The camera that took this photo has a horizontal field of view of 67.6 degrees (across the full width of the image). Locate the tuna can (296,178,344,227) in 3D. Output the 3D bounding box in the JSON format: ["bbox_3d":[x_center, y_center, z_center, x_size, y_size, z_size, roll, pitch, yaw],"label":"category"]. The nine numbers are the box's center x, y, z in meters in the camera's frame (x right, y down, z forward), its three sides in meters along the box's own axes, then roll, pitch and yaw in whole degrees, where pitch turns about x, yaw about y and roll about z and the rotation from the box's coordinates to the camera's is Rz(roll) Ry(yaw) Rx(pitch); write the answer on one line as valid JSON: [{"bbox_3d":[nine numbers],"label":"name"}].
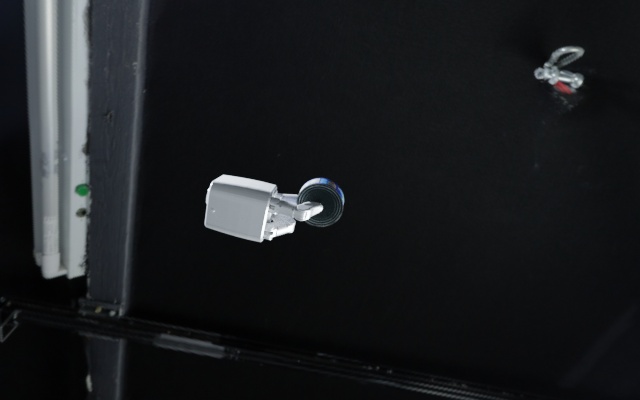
[{"bbox_3d":[0.000,0.003,0.874,0.086,0.086,0.033,0,24,8],"label":"tuna can"}]
